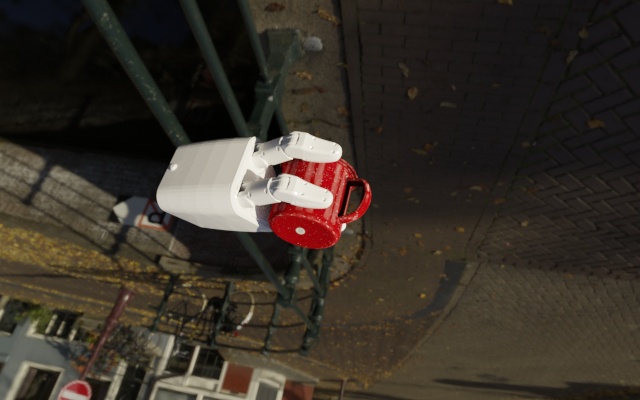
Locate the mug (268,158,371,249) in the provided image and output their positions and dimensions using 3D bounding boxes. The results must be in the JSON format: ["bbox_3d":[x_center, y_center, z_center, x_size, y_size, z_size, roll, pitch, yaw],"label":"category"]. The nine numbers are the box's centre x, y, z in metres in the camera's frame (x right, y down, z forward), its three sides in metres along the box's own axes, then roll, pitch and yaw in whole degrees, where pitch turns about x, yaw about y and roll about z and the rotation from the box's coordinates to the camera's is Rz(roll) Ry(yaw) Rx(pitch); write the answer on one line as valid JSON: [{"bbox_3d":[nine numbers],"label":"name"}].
[{"bbox_3d":[0.001,0.002,0.536,0.117,0.081,0.093,-1,-33,24],"label":"mug"}]
